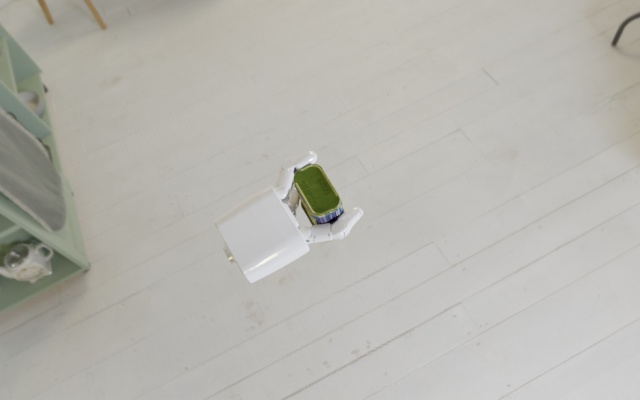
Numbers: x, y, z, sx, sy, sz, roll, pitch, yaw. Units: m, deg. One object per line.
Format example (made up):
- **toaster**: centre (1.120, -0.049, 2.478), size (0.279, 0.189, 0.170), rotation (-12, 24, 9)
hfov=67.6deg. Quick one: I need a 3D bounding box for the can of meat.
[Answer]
- **can of meat**: centre (0.000, 0.002, 0.769), size (0.057, 0.102, 0.084), rotation (-28, -32, -5)
